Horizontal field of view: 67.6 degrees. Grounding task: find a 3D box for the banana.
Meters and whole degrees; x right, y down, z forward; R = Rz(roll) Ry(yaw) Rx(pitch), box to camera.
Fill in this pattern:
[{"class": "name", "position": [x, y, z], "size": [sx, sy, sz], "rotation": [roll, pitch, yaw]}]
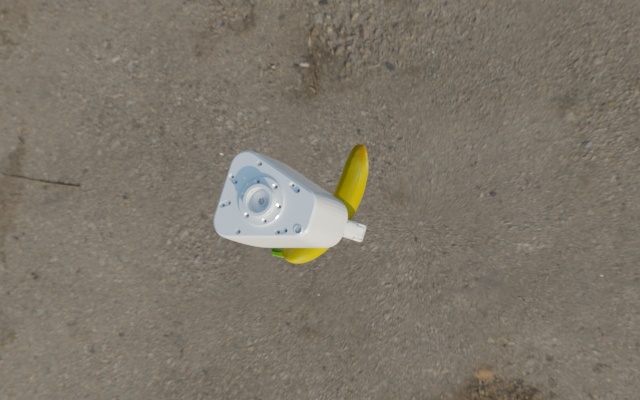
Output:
[{"class": "banana", "position": [0.010, 0.016, 0.634], "size": [0.069, 0.198, 0.037], "rotation": [43, 7, 27]}]
